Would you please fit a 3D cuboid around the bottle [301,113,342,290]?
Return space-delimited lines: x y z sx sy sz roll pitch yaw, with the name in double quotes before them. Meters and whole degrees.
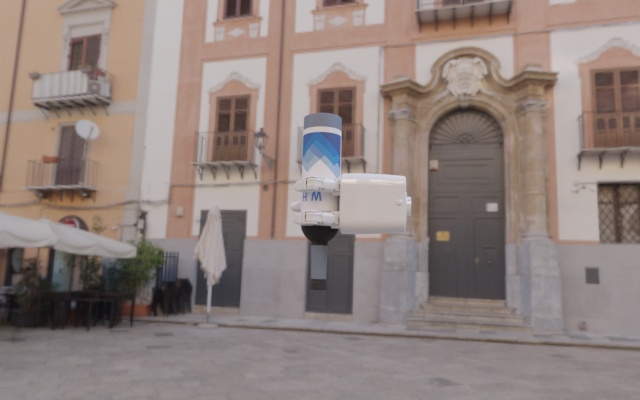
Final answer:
"bottle" 0.000 0.002 0.815 0.069 0.295 0.069 2 -8 0
